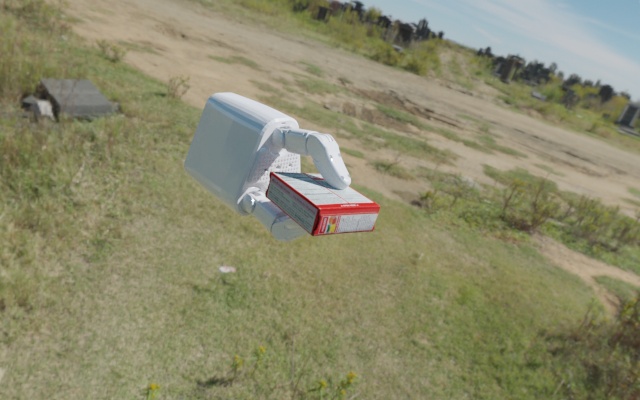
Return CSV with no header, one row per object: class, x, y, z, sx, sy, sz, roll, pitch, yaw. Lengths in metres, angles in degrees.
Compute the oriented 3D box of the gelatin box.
gelatin box,0.000,0.001,0.457,0.073,0.030,0.089,-1,24,-38
